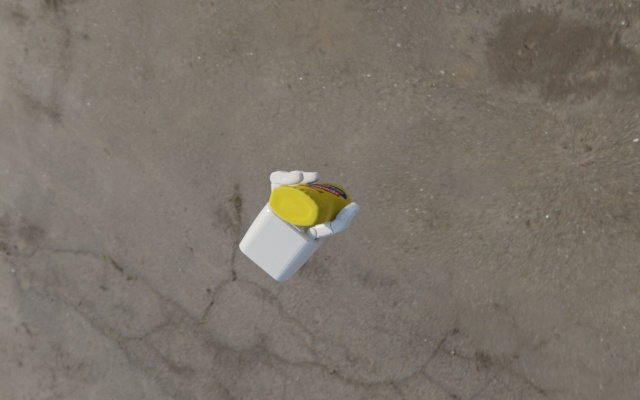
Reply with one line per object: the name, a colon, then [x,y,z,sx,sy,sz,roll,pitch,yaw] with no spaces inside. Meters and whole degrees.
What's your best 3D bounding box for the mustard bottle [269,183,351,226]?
mustard bottle: [0.000,0.002,0.838,0.096,0.058,0.191,21,13,25]
